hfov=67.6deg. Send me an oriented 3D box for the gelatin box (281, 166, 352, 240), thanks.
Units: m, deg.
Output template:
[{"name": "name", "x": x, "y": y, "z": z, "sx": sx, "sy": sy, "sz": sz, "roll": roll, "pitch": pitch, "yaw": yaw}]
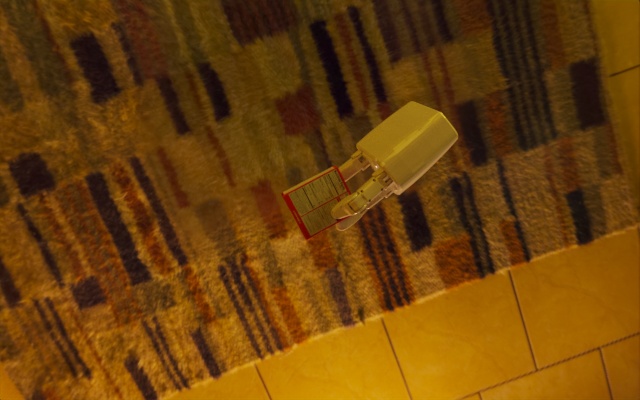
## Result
[{"name": "gelatin box", "x": 0.000, "y": 0.002, "z": 0.680, "sx": 0.089, "sy": 0.073, "sz": 0.030, "roll": -29, "pitch": 12, "yaw": -5}]
